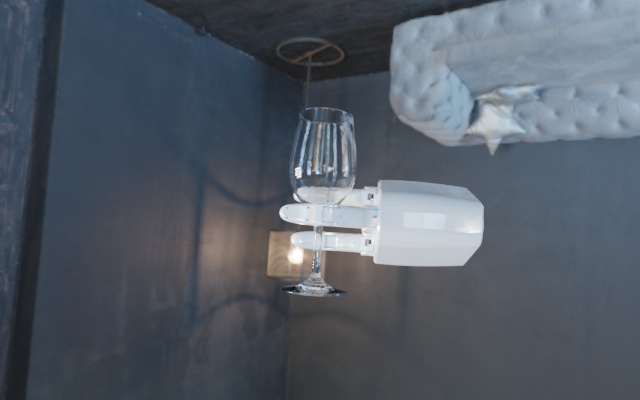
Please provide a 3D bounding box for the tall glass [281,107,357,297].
[{"bbox_3d":[0.000,0.002,0.534,0.079,0.201,0.079,3,-4,0],"label":"tall glass"}]
